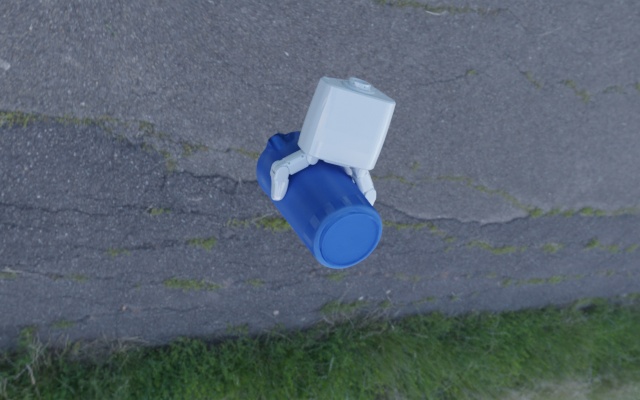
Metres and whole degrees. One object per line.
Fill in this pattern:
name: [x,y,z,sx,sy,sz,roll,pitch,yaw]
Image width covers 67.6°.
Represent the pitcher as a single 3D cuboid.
pitcher: [0.000,0.002,0.757,0.149,0.145,0.242,5,27,-29]
